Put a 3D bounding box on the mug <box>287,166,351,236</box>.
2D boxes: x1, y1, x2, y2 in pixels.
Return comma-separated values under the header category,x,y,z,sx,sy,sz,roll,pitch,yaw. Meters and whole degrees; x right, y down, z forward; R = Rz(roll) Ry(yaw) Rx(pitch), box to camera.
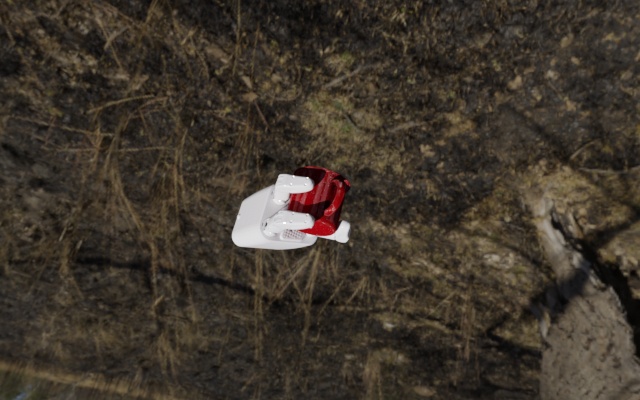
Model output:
category,x,y,z,sx,sy,sz,roll,pitch,yaw
mug,0.001,0.002,0.730,0.093,0.081,0.117,27,-25,-28
